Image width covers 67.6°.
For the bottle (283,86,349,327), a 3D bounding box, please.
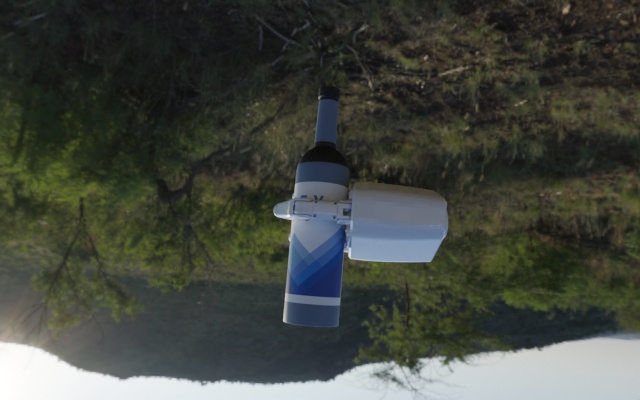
[{"bbox_3d":[0.000,0.002,0.592,0.069,0.295,0.069,5,-9,1],"label":"bottle"}]
